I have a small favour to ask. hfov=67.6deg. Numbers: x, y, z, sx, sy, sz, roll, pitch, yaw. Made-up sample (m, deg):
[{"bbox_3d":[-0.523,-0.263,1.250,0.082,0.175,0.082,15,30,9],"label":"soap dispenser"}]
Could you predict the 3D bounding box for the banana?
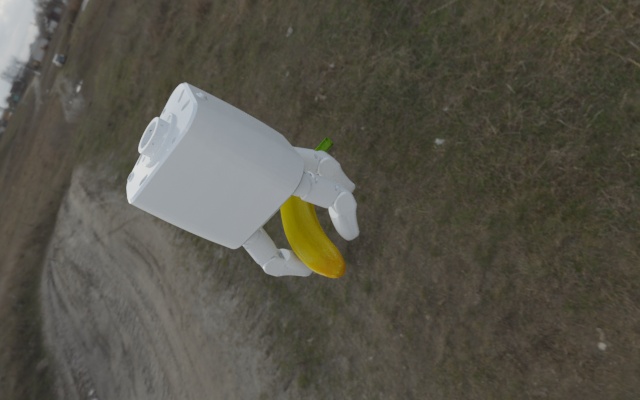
[{"bbox_3d":[-0.013,0.009,0.515,0.070,0.197,0.037,-36,-50,29],"label":"banana"}]
